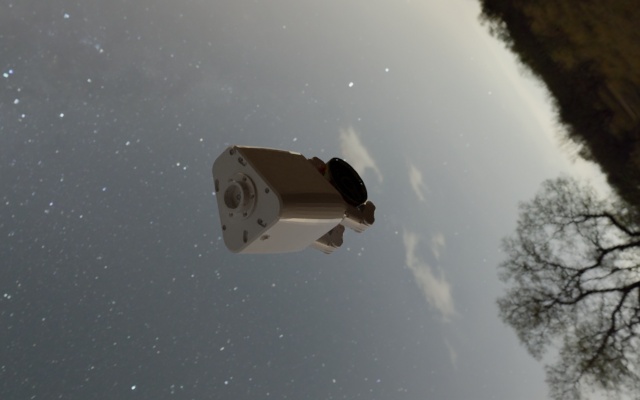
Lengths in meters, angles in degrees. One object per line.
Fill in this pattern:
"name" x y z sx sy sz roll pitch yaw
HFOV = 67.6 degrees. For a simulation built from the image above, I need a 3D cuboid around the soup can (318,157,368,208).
"soup can" 0.000 0.002 0.609 0.102 0.068 0.068 -38 -21 29
